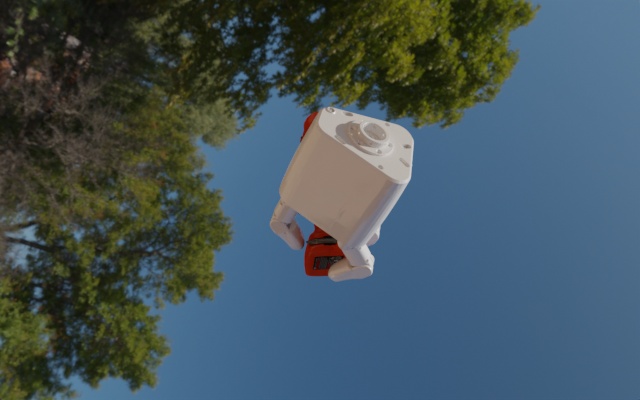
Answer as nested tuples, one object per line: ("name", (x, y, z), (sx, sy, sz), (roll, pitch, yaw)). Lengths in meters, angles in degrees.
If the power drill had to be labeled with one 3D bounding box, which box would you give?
("power drill", (0.000, 0.002, 0.640), (0.057, 0.187, 0.184), (-4, -24, -4))
